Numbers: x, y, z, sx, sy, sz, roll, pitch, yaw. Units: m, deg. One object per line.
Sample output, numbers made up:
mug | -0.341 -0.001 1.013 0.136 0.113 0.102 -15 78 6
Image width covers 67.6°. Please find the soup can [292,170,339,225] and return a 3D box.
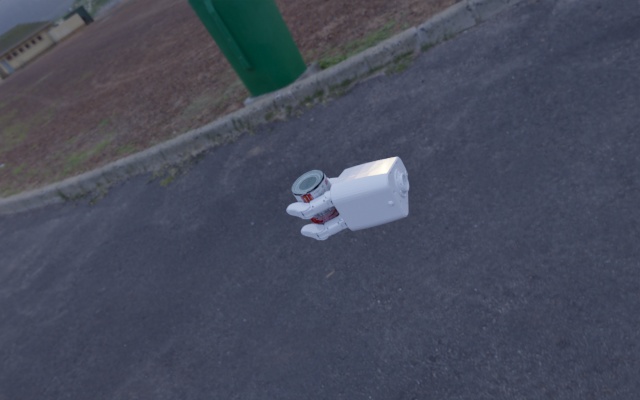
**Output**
soup can | 0.000 0.003 0.879 0.068 0.102 0.068 -23 33 16
